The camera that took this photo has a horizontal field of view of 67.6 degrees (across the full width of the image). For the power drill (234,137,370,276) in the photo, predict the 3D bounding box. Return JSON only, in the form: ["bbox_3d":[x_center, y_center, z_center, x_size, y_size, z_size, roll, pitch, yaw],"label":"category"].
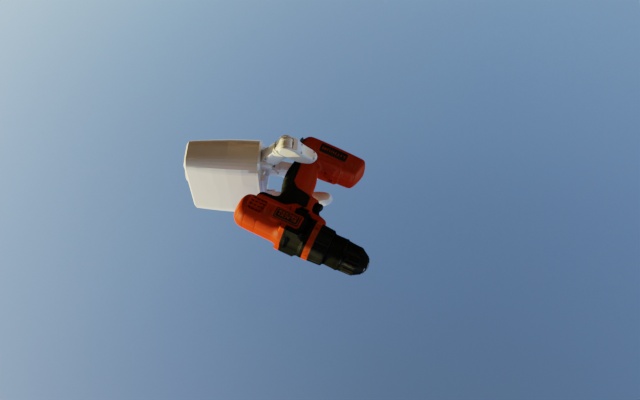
[{"bbox_3d":[0.000,0.002,0.657,0.184,0.057,0.187,26,45,3],"label":"power drill"}]
